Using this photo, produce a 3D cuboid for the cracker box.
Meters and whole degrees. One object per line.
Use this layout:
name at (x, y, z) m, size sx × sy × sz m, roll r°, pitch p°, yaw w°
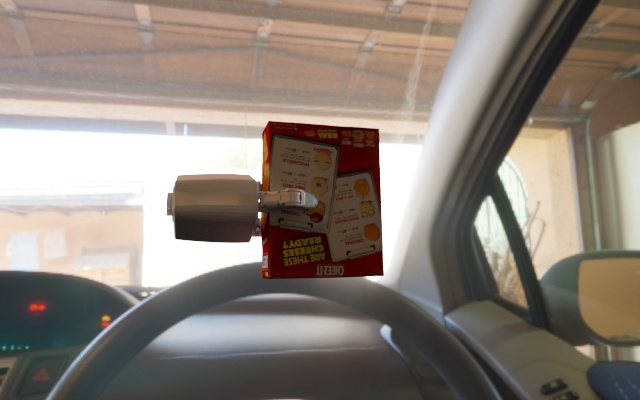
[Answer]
cracker box at (0.000, 0.002, 0.680) m, size 0.164 × 0.213 × 0.072 m, roll 1°, pitch -8°, yaw -15°
